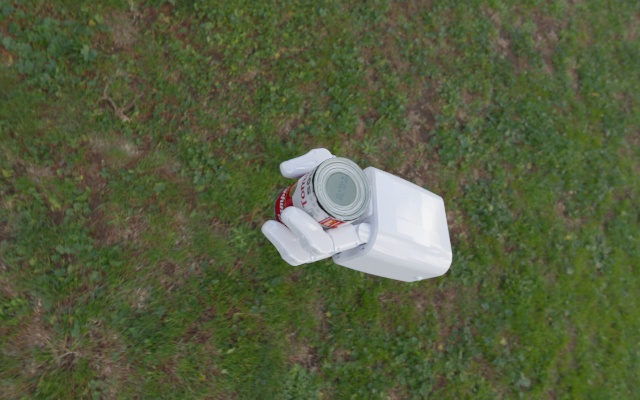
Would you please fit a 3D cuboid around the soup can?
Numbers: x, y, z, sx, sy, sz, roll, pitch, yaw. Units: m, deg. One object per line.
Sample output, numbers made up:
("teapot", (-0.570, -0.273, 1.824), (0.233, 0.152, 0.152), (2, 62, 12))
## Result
("soup can", (0.000, 0.001, 0.511), (0.068, 0.068, 0.102), (0, -16, -28))
